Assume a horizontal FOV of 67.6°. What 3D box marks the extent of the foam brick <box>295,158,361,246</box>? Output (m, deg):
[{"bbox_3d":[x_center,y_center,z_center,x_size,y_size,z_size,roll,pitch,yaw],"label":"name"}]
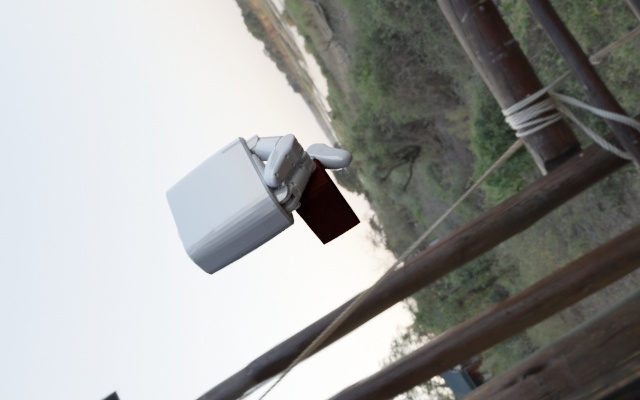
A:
[{"bbox_3d":[0.000,0.002,0.542,0.051,0.078,0.053,-34,39,3],"label":"foam brick"}]
